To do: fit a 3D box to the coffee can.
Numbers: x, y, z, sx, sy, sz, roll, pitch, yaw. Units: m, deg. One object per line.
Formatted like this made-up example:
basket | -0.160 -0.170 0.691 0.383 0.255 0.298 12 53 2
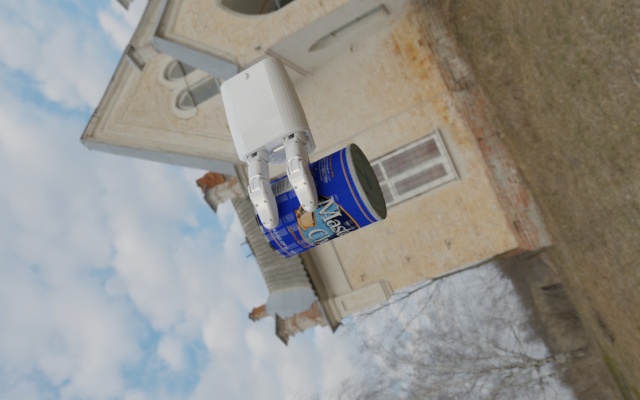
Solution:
coffee can | 0.000 0.002 0.612 0.140 0.103 0.103 -24 -8 18
